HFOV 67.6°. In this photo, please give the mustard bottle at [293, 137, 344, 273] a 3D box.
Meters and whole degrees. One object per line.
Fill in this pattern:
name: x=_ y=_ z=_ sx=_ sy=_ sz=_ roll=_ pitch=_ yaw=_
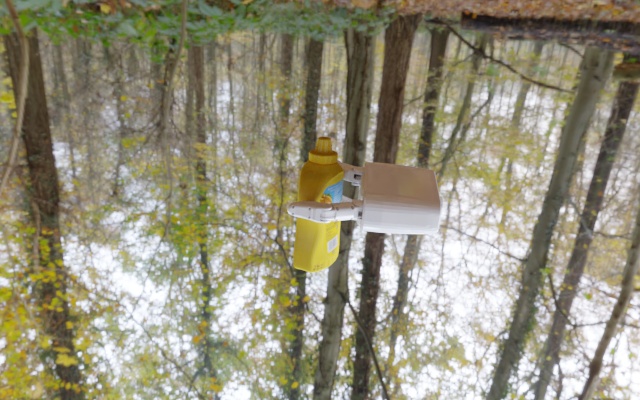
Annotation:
mustard bottle: x=0.000 y=0.002 z=0.699 sx=0.058 sy=0.192 sz=0.096 roll=14 pitch=23 yaw=25
